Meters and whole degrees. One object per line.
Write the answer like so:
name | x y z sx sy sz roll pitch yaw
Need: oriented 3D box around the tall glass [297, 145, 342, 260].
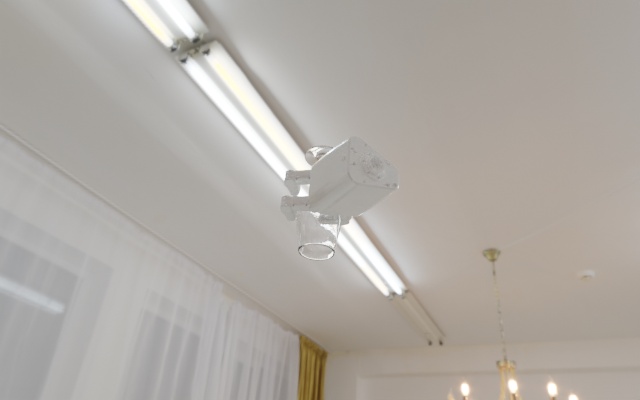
tall glass | 0.000 0.002 0.849 0.079 0.201 0.079 4 -32 2
